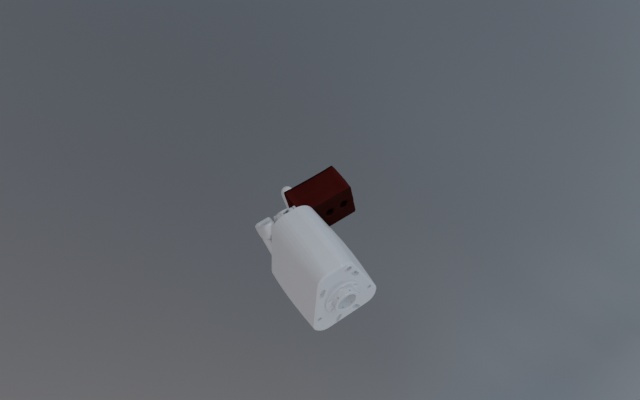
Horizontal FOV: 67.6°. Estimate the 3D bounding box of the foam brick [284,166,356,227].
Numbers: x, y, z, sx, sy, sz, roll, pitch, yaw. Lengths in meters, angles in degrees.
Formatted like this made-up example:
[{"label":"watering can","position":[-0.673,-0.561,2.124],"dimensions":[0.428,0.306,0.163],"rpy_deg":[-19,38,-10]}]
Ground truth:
[{"label":"foam brick","position":[0.000,0.002,0.640],"dimensions":[0.078,0.053,0.051],"rpy_deg":[-31,49,-13]}]
